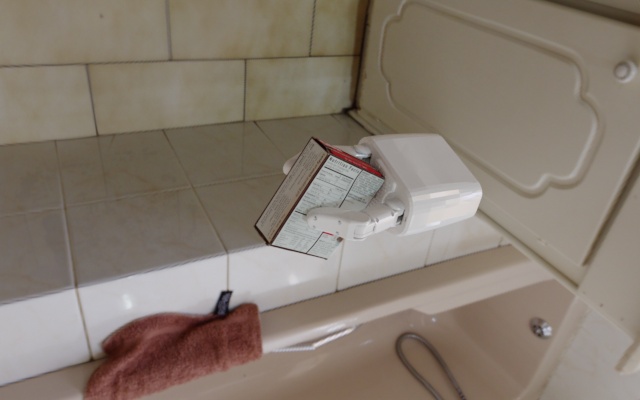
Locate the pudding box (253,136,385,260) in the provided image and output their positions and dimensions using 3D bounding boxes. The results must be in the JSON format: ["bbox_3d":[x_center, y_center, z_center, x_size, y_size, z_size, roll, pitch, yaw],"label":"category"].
[{"bbox_3d":[0.000,0.002,0.483,0.090,0.113,0.039,21,18,-43],"label":"pudding box"}]
